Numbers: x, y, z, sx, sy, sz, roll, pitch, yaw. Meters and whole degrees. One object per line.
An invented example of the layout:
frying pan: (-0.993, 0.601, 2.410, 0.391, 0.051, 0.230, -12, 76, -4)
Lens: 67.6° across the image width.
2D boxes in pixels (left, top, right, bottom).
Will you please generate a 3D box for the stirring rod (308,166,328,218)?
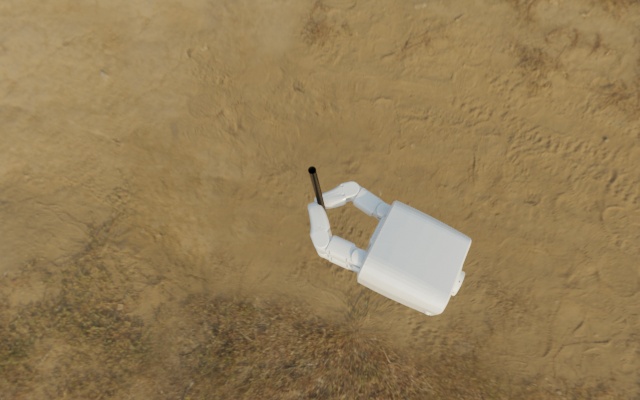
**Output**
stirring rod: (0.000, 0.002, 0.581, 0.011, 0.011, 0.239, 0, -15, 4)
